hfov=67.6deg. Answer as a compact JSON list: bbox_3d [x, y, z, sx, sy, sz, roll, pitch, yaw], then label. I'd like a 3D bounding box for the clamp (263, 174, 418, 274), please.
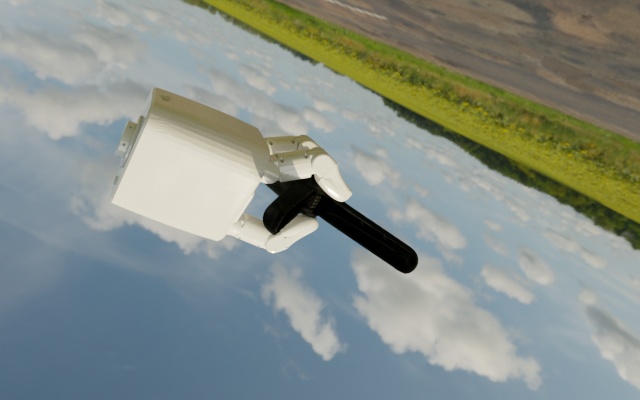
[{"bbox_3d":[-0.001,0.002,0.490,0.164,0.036,0.210,23,15,-26],"label":"clamp"}]
